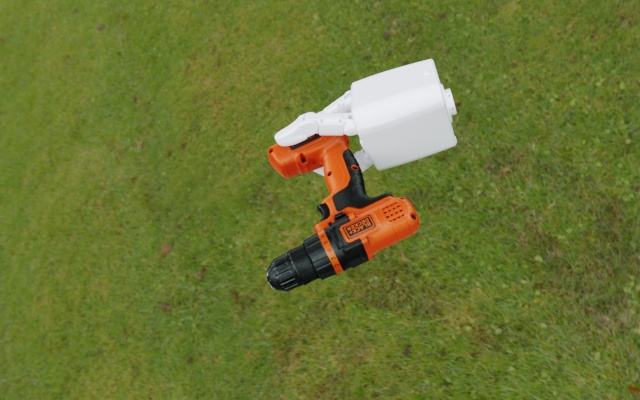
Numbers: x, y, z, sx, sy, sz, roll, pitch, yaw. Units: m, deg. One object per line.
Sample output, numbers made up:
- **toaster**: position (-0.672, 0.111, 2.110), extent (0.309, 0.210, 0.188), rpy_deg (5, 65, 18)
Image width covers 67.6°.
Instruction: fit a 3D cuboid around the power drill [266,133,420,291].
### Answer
- **power drill**: position (0.000, 0.001, 0.578), extent (0.184, 0.187, 0.057), rpy_deg (-24, -32, -2)
